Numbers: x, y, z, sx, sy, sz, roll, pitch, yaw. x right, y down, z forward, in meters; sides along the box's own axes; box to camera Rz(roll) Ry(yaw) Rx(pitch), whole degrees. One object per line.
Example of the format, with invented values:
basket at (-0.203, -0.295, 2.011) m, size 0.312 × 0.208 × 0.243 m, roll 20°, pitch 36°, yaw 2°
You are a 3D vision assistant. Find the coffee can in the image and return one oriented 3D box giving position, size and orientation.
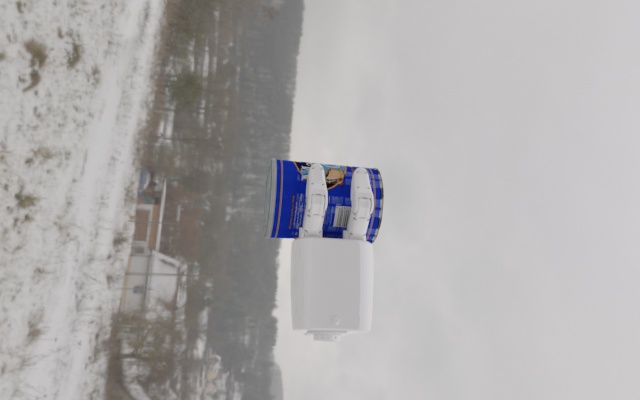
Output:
coffee can at (0.000, 0.002, 0.623) m, size 0.140 × 0.103 × 0.103 m, roll 4°, pitch -1°, yaw -10°
